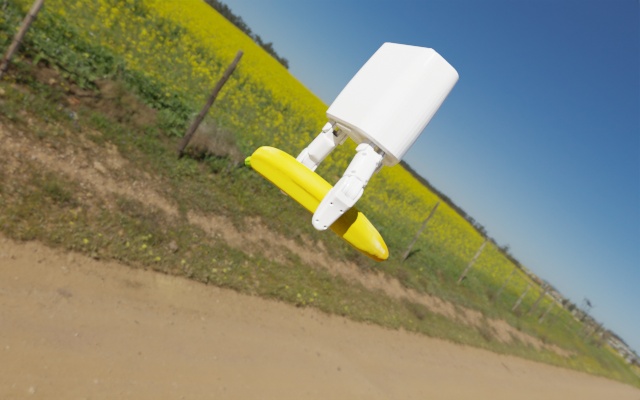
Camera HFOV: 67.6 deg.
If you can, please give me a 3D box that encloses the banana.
[{"bbox_3d":[-0.004,-0.003,0.512,0.198,0.037,0.069,37,-4,10],"label":"banana"}]
